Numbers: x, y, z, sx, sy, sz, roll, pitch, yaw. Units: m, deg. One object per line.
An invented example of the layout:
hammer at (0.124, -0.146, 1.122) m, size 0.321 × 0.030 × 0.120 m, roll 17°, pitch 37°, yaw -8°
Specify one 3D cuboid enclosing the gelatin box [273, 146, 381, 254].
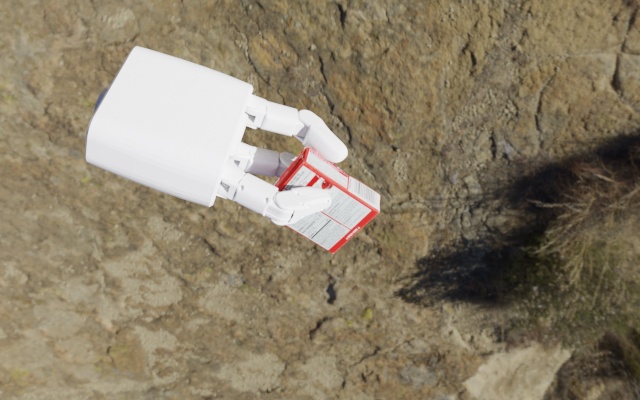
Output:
gelatin box at (0.000, 0.002, 0.451) m, size 0.089 × 0.030 × 0.073 m, roll 33°, pitch -54°, yaw -16°
